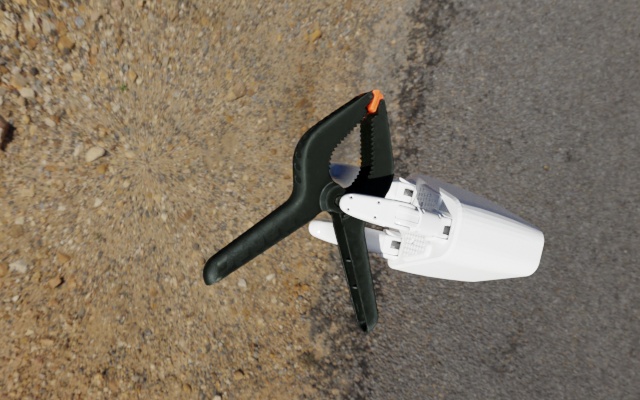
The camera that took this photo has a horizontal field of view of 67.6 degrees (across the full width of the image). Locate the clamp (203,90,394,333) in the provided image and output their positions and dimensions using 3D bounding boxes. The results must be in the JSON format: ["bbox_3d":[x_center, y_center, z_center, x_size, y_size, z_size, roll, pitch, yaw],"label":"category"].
[{"bbox_3d":[0.001,0.001,0.409,0.164,0.210,0.036,15,-1,-23],"label":"clamp"}]
